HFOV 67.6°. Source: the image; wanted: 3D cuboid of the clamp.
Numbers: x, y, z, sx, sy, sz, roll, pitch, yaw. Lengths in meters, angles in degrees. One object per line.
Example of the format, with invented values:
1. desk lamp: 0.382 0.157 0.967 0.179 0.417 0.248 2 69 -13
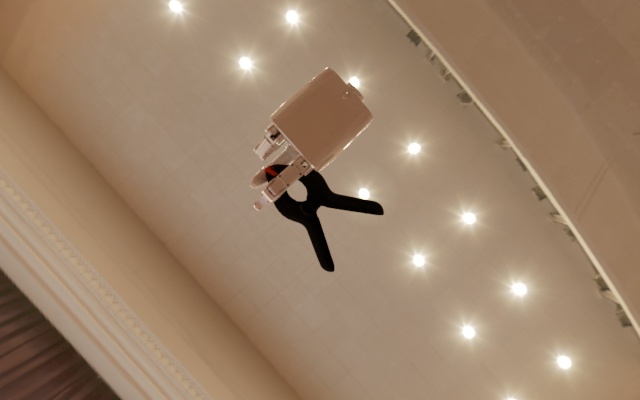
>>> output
1. clamp: 0.000 0.002 0.664 0.120 0.171 0.039 -41 1 5
